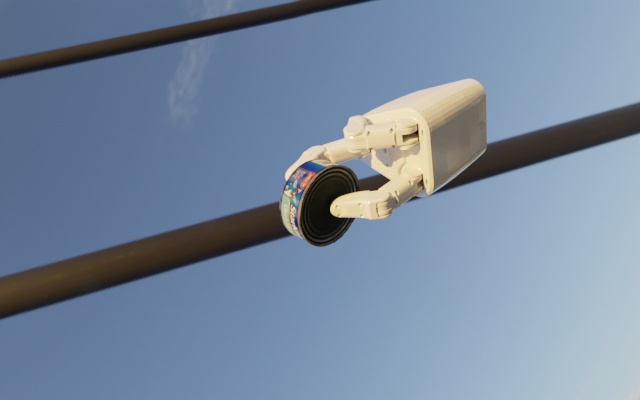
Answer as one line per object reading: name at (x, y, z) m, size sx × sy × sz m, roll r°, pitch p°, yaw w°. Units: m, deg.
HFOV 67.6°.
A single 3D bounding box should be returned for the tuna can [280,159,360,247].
tuna can at (0.000, 0.001, 0.488) m, size 0.086 × 0.086 × 0.033 m, roll 0°, pitch 17°, yaw -46°
